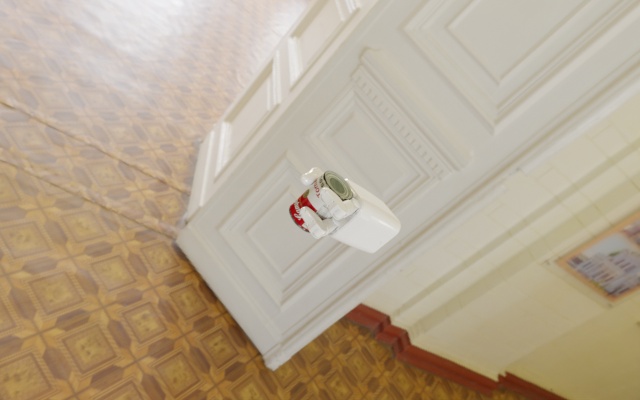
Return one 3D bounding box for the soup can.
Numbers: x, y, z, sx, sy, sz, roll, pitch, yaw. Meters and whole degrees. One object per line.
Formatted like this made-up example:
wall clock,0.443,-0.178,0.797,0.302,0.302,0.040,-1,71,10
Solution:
soup can,0.000,0.002,0.865,0.102,0.068,0.068,-43,-24,28
